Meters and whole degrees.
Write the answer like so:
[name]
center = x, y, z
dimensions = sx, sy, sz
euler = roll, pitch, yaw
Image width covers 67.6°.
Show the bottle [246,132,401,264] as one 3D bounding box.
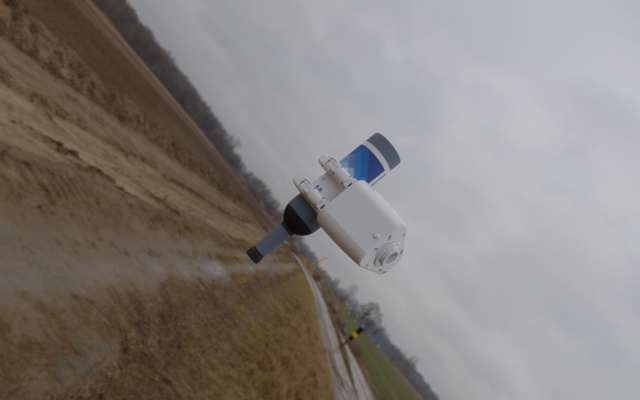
[bottle]
center = 0.000, 0.002, 0.796
dimensions = 0.295, 0.069, 0.069
euler = -39, 4, -5
